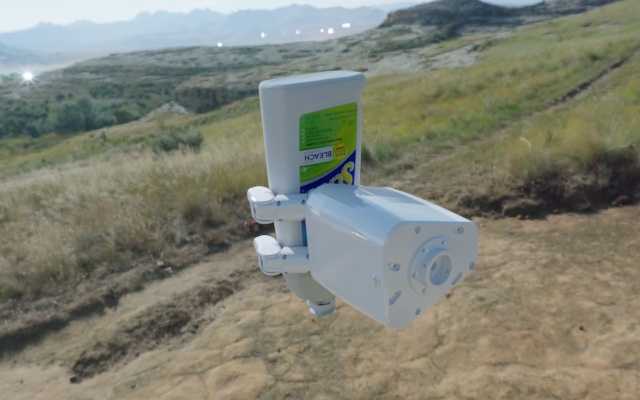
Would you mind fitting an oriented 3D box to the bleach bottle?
[{"bbox_3d":[0.000,0.002,0.490,0.102,0.251,0.068,-17,24,-29],"label":"bleach bottle"}]
